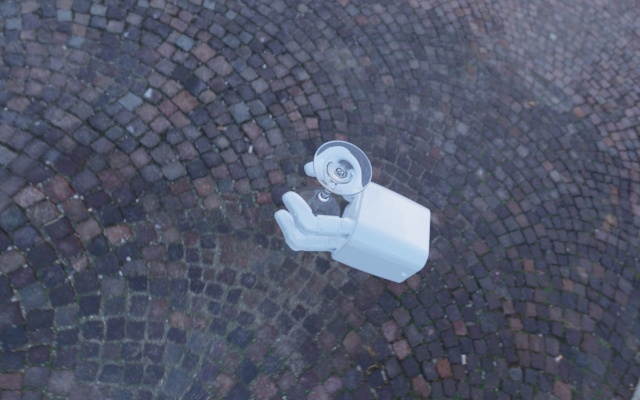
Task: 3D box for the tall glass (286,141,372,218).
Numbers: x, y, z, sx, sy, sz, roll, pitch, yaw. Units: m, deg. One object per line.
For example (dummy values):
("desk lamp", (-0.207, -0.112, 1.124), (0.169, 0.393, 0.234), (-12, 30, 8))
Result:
("tall glass", (0.000, 0.002, 0.655), (0.079, 0.079, 0.201), (0, -25, -18))
